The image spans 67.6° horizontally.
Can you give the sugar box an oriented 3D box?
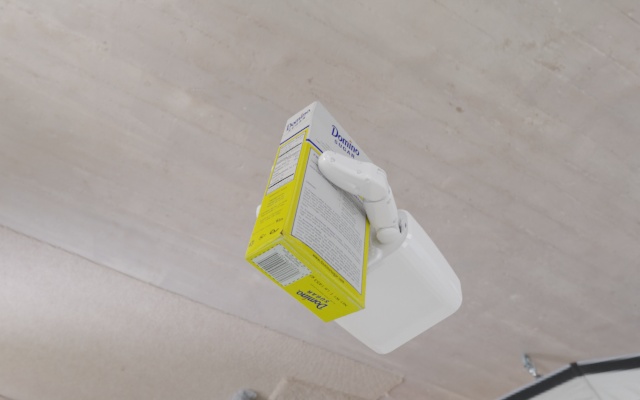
[{"bbox_3d":[0.000,0.002,0.404,0.048,0.176,0.093,-30,-59,28],"label":"sugar box"}]
